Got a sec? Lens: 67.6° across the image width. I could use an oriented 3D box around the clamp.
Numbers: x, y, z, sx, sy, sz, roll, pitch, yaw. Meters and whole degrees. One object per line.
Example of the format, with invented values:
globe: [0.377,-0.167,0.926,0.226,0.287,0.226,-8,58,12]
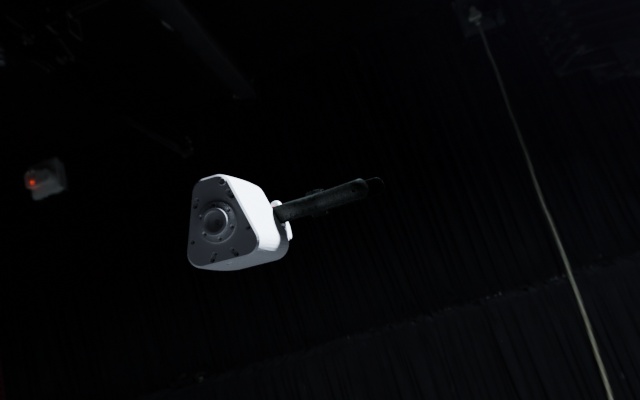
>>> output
clamp: [0.000,0.002,0.637,0.171,0.039,0.120,-19,-8,9]
